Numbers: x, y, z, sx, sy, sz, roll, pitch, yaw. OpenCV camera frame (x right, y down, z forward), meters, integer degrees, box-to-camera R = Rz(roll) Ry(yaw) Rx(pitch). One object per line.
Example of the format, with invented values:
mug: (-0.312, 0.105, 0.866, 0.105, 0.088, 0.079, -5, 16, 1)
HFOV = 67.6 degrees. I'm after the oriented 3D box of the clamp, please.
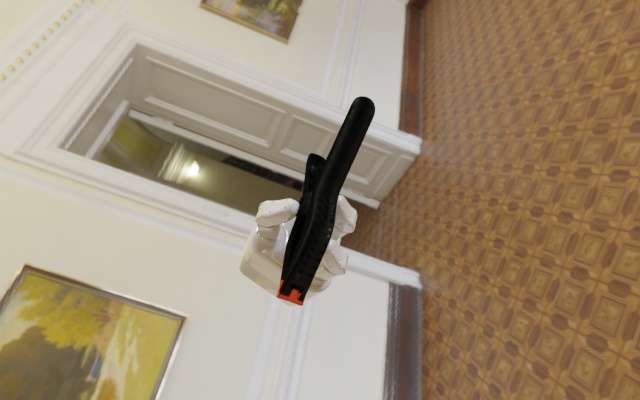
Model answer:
clamp: (-0.001, 0.002, 0.497, 0.036, 0.210, 0.165, 21, -29, -12)
